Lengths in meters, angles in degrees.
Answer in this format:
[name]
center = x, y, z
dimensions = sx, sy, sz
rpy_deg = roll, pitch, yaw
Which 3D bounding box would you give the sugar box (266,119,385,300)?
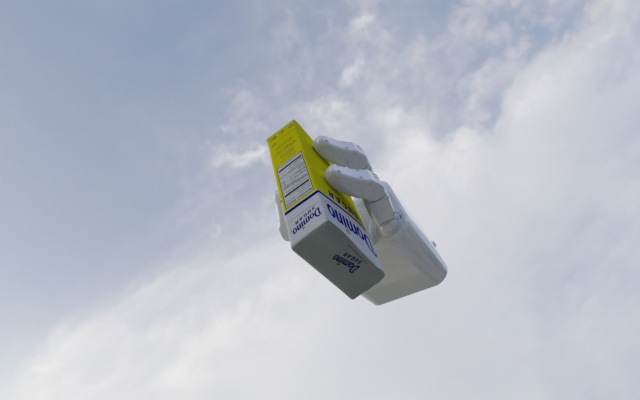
[sugar box]
center = 0.001, 0.001, 0.462
dimensions = 0.093, 0.048, 0.176
rpy_deg = 45, 13, -36
